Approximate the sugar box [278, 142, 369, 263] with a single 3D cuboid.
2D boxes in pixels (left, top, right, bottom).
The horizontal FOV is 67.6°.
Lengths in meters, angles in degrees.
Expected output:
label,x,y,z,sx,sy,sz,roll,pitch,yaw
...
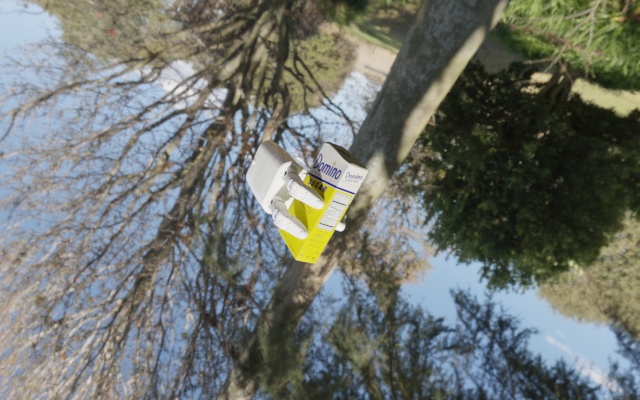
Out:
label,x,y,z,sx,sy,sz,roll,pitch,yaw
sugar box,0.000,0.002,0.759,0.048,0.176,0.093,15,21,-32
